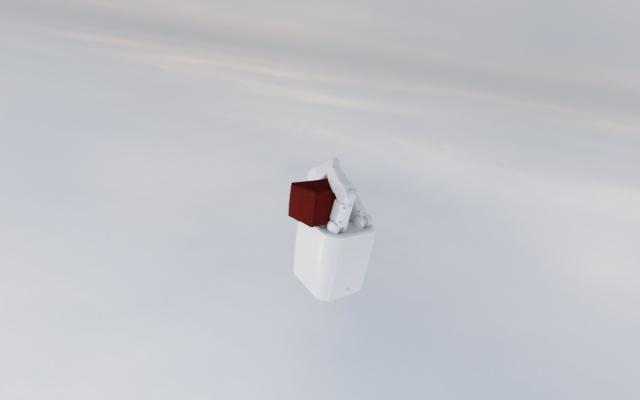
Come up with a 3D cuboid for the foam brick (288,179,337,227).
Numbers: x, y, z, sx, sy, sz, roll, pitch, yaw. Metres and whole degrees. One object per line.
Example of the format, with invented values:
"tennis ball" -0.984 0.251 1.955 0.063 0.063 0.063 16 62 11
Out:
"foam brick" 0.000 0.002 0.683 0.078 0.051 0.053 -8 25 -44
